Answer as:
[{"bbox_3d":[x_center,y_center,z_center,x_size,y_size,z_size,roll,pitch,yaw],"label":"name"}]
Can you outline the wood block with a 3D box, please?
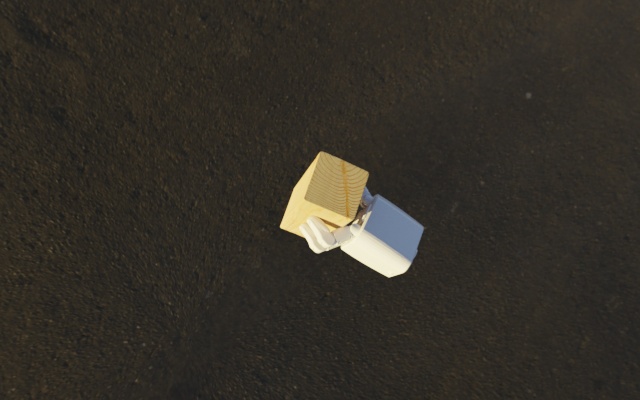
[{"bbox_3d":[0.001,0.003,0.851,0.090,0.090,0.206,23,-20,-8],"label":"wood block"}]
